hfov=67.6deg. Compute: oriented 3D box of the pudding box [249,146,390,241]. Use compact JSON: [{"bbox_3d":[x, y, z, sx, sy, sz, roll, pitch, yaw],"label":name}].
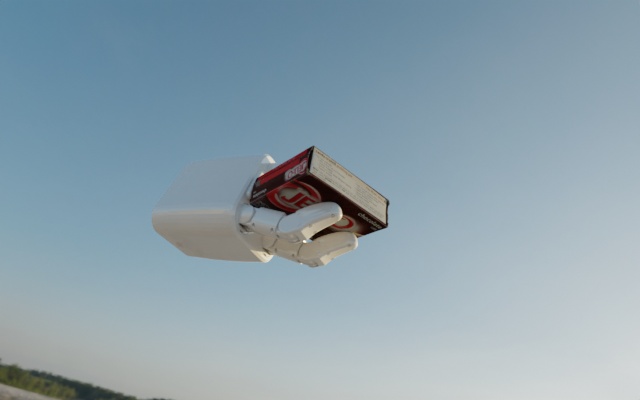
[{"bbox_3d":[0.000,0.001,0.482,0.113,0.039,0.090,31,-37,-32],"label":"pudding box"}]
